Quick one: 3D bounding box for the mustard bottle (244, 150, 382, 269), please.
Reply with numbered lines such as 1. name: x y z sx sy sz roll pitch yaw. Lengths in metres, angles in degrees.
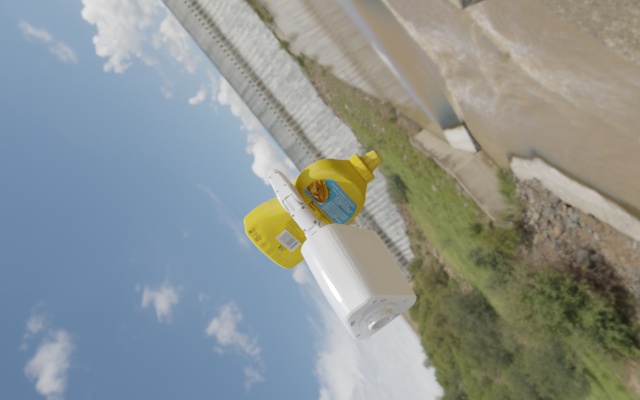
1. mustard bottle: 0.000 0.002 0.622 0.191 0.096 0.058 -39 31 9
